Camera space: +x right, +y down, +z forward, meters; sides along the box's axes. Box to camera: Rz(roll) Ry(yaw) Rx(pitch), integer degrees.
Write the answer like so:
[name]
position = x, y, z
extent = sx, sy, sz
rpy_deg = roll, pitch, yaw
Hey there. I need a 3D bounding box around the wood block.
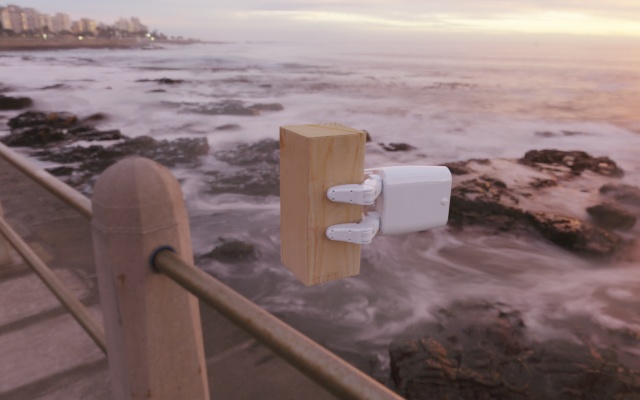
[wood block]
position = 0.000, 0.002, 0.671
extent = 0.090, 0.206, 0.090
rpy_deg = -9, 21, -26
